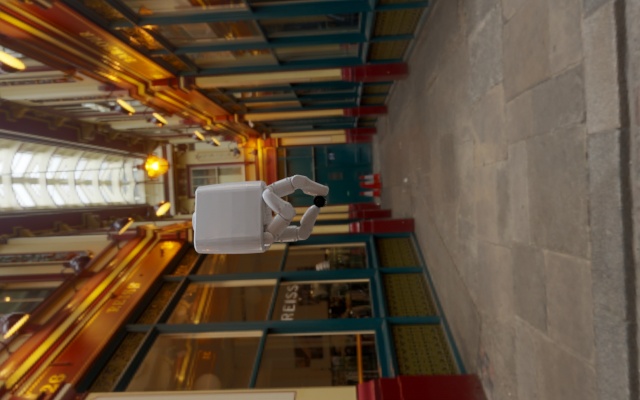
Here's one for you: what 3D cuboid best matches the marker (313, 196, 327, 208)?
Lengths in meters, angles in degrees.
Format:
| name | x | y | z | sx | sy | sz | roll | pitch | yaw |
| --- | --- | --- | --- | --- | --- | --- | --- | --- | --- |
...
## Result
| name | x | y | z | sx | sy | sz | roll | pitch | yaw |
| --- | --- | --- | --- | --- | --- | --- | --- | --- | --- |
| marker | 0.000 | 0.003 | 0.799 | 0.020 | 0.020 | 0.121 | 0 | -1 | 2 |
